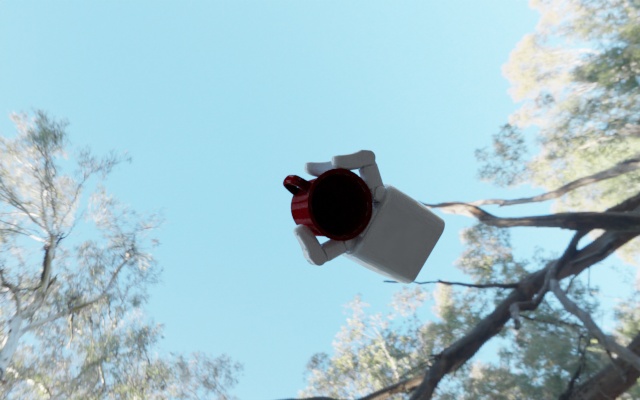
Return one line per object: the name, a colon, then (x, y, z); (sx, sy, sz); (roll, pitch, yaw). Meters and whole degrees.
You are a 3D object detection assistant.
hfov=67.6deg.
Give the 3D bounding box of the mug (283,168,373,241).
mug: (-0.001, 0.001, 0.637); (0.117, 0.093, 0.081); (30, -15, -20)
